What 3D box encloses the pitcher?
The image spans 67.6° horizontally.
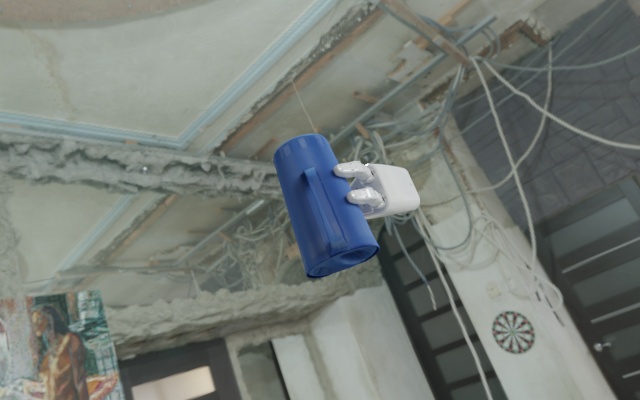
[{"bbox_3d":[0.000,0.003,0.841,0.145,0.242,0.149,-2,-28,-42],"label":"pitcher"}]
